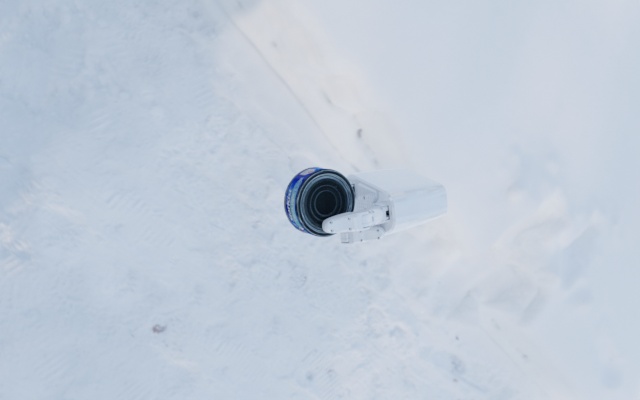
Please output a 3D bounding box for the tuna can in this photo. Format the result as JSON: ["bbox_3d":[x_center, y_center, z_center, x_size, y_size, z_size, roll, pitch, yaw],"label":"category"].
[{"bbox_3d":[0.000,0.002,0.593,0.086,0.086,0.033,0,6,-30],"label":"tuna can"}]
